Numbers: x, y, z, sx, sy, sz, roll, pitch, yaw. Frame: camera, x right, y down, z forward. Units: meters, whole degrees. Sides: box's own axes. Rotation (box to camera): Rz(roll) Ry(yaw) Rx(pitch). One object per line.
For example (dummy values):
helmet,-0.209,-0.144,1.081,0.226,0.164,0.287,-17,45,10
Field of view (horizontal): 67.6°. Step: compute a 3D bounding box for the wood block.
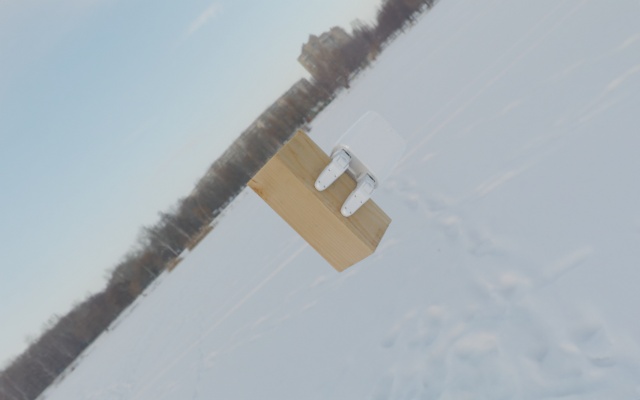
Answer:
wood block,0.000,0.002,0.754,0.091,0.206,0.090,-38,10,44
